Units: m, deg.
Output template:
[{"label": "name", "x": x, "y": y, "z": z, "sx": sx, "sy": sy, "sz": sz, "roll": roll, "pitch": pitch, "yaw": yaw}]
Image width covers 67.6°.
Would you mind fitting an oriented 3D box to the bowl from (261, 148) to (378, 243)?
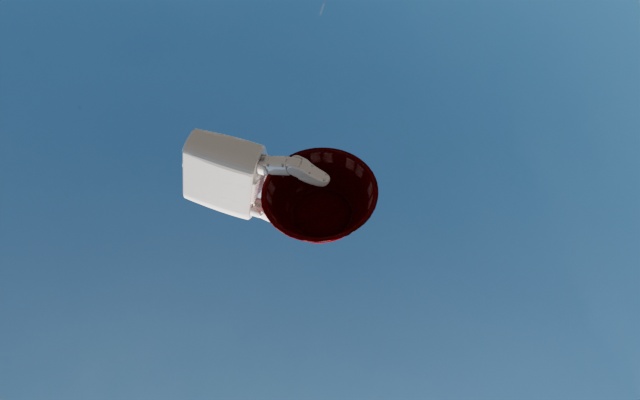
[{"label": "bowl", "x": 0.001, "y": 0.003, "z": 0.672, "sx": 0.162, "sy": 0.162, "sz": 0.055, "roll": 0, "pitch": -36, "yaw": 5}]
